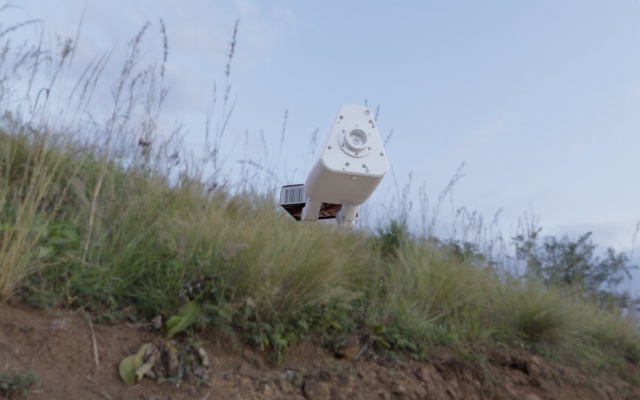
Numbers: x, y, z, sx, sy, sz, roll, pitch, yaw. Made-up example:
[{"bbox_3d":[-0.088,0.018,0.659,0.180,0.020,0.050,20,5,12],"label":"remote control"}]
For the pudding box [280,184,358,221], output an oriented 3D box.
[{"bbox_3d":[0.000,0.002,0.793,0.113,0.039,0.090,-3,-21,16],"label":"pudding box"}]
